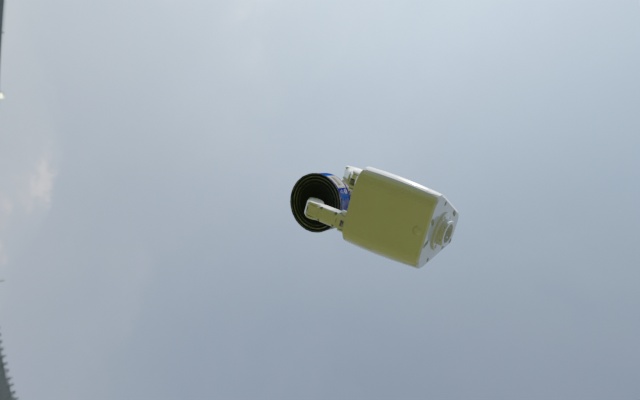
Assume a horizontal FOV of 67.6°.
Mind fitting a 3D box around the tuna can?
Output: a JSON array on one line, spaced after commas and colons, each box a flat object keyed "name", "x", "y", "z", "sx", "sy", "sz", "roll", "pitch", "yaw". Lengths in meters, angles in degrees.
[{"name": "tuna can", "x": 0.000, "y": 0.002, "z": 0.694, "sx": 0.086, "sy": 0.086, "sz": 0.034, "roll": 0, "pitch": 4, "yaw": 32}]
